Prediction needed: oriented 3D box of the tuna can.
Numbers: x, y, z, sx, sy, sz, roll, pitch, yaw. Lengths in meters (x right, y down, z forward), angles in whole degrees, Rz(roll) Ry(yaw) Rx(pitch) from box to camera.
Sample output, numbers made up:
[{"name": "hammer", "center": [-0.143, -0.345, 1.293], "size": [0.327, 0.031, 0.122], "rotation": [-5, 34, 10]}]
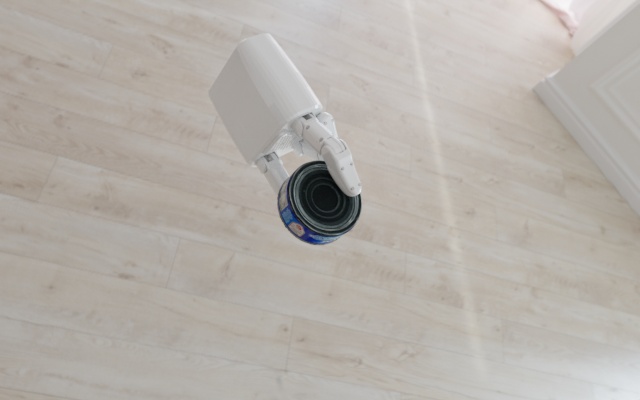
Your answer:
[{"name": "tuna can", "center": [0.000, 0.002, 0.503], "size": [0.086, 0.086, 0.034], "rotation": [0, -20, -26]}]
